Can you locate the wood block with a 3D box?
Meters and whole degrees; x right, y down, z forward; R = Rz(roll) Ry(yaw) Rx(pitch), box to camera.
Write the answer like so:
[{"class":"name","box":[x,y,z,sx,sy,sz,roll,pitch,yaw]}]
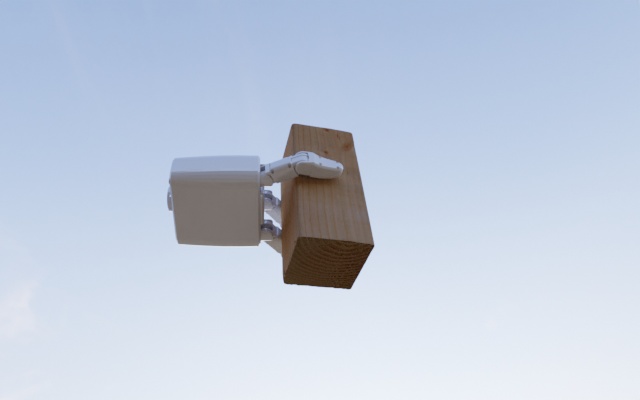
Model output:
[{"class":"wood block","box":[0.000,0.002,0.621,0.090,0.206,0.091,7,-46,-14]}]
